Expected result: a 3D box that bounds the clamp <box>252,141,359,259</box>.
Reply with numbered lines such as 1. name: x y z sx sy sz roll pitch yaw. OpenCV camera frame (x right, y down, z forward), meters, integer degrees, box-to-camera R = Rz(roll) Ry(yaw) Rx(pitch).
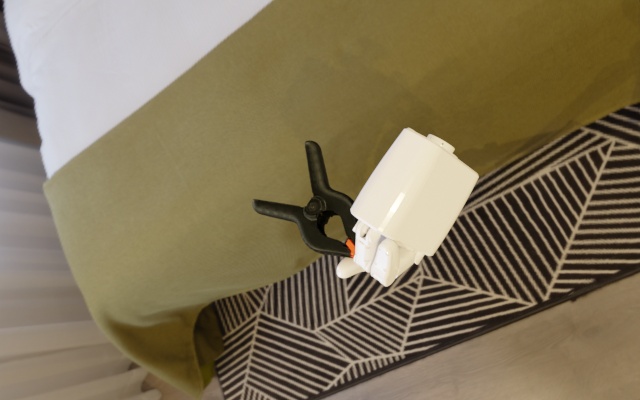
1. clamp: 0.000 0.002 0.596 0.171 0.120 0.039 35 6 29
